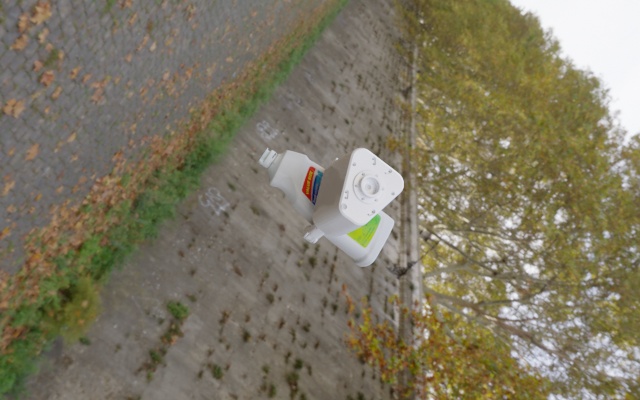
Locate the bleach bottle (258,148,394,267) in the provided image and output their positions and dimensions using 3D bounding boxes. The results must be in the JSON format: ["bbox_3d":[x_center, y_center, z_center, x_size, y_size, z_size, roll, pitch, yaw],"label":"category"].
[{"bbox_3d":[0.000,0.003,0.811,0.251,0.102,0.068,36,-20,-10],"label":"bleach bottle"}]
